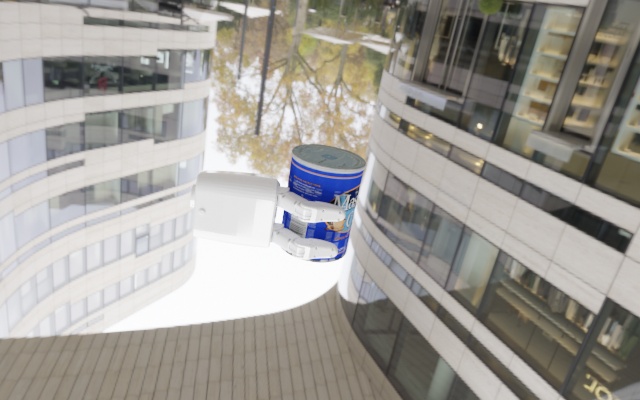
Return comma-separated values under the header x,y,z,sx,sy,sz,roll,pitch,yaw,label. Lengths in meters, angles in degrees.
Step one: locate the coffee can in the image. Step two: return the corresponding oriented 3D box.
x,y,z,sx,sy,sz,roll,pitch,yaw,label
0.000,0.002,0.678,0.103,0.140,0.102,9,22,-4,coffee can
